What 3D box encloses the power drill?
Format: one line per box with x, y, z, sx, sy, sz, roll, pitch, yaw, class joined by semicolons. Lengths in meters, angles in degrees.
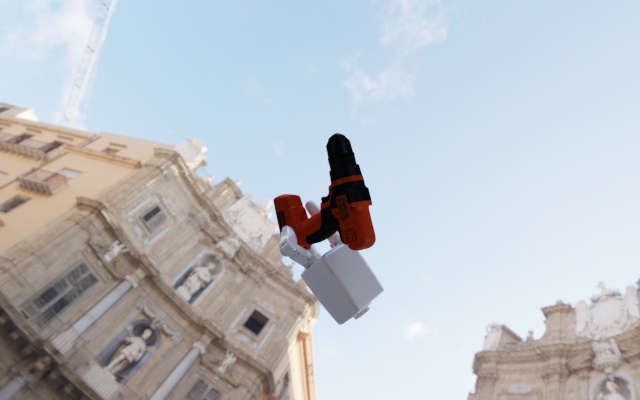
0.000;0.003;0.781;0.057;0.184;0.188;-5;-12;-41;power drill
